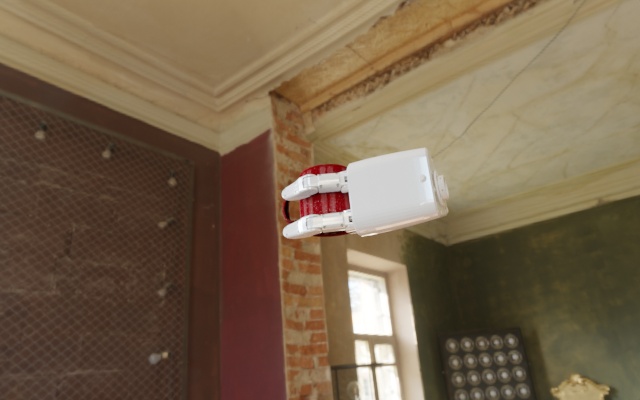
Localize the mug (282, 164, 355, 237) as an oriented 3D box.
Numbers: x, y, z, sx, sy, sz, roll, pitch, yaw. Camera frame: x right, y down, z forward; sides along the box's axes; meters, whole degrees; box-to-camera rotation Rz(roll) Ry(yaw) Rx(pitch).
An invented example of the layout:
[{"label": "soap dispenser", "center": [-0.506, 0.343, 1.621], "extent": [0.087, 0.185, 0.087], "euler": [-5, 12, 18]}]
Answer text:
[{"label": "mug", "center": [-0.001, 0.002, 0.685], "extent": [0.117, 0.081, 0.093], "euler": [-12, -22, 20]}]
